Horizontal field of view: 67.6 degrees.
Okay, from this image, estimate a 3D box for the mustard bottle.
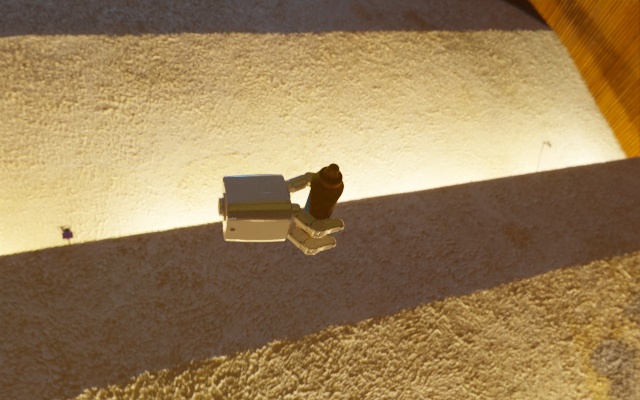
[{"bbox_3d":[0.000,0.003,0.832,0.058,0.096,0.192,19,-39,-1],"label":"mustard bottle"}]
